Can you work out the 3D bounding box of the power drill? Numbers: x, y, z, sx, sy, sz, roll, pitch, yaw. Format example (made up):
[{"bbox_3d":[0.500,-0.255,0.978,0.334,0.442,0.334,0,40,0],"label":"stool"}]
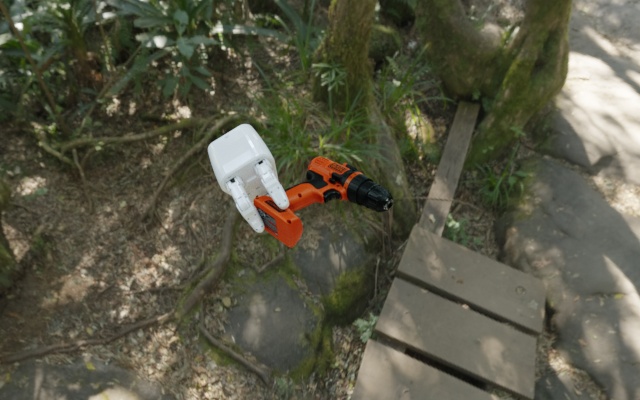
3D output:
[{"bbox_3d":[0.000,0.003,0.787,0.187,0.057,0.184,-29,40,-31],"label":"power drill"}]
